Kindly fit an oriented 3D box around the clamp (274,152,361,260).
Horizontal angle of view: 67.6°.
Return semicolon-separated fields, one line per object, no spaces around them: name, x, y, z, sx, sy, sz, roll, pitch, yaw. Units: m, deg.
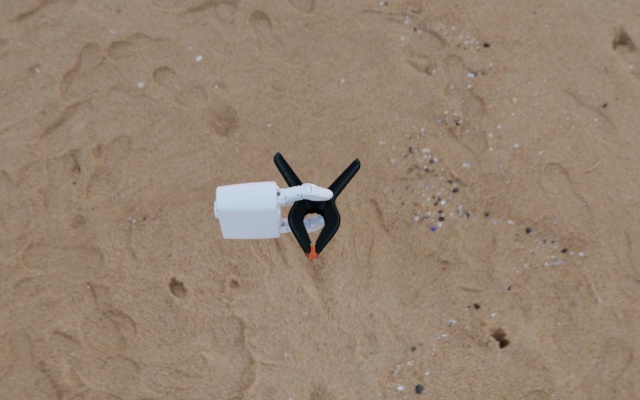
clamp;0.000;0.003;0.871;0.164;0.210;0.036;-3;-24;-5
